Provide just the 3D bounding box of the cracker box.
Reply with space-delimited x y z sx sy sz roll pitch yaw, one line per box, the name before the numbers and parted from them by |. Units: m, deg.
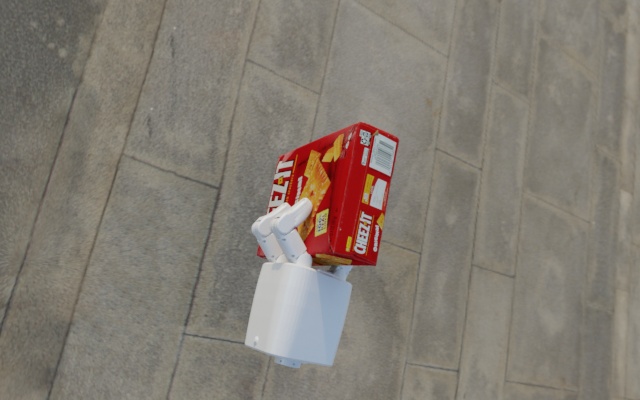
cracker box | 0.000 0.002 0.639 0.072 0.164 0.214 20 -16 -28
